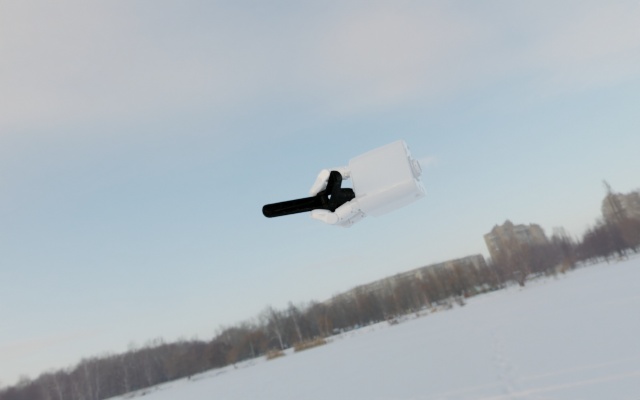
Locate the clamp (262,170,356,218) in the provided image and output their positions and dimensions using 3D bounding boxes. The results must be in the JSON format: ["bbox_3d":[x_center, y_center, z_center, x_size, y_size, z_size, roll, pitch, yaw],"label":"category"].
[{"bbox_3d":[0.000,0.002,0.894,0.164,0.036,0.210,-23,-17,20],"label":"clamp"}]
